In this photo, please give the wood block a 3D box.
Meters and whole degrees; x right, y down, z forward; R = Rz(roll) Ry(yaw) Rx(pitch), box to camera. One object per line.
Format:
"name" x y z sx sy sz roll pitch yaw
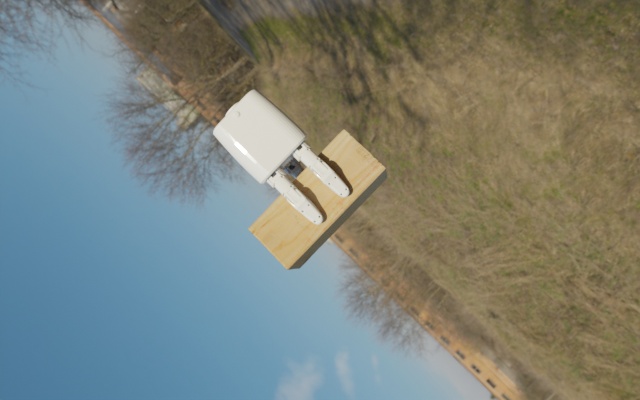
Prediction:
"wood block" 0.000 0.002 0.741 0.090 0.206 0.091 44 2 11
